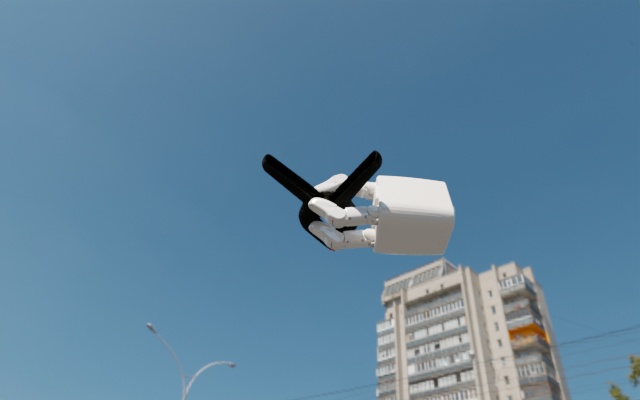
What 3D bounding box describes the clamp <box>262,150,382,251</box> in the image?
[{"bbox_3d":[0.000,0.002,0.717,0.164,0.036,0.210,4,-41,3],"label":"clamp"}]
